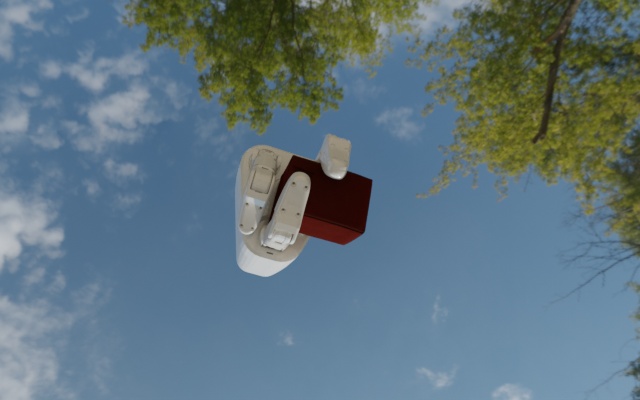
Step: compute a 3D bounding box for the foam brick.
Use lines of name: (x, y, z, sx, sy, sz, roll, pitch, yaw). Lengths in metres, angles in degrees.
foam brick: (0.000, 0.002, 0.430, 0.078, 0.053, 0.051, 17, -22, -9)
